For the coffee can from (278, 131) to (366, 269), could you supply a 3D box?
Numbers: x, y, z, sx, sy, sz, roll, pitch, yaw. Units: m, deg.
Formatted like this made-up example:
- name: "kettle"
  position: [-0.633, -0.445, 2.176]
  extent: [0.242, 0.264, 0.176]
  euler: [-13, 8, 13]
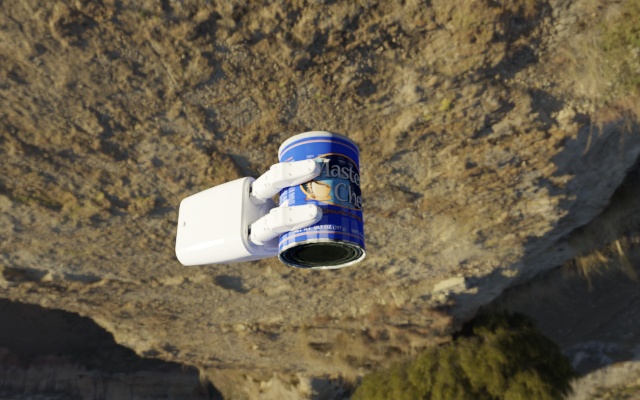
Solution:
- name: "coffee can"
  position: [0.000, 0.002, 0.583]
  extent: [0.103, 0.140, 0.103]
  euler: [-2, -25, -1]
